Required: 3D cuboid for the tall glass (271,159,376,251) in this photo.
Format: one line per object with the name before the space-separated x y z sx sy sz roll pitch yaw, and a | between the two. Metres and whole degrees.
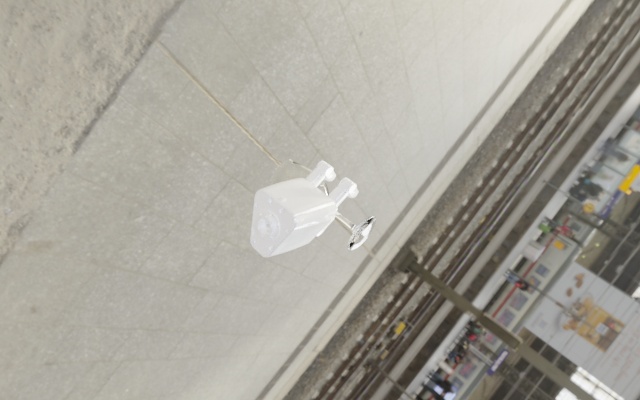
tall glass | 0.001 0.003 0.868 0.201 0.079 0.079 37 17 24
